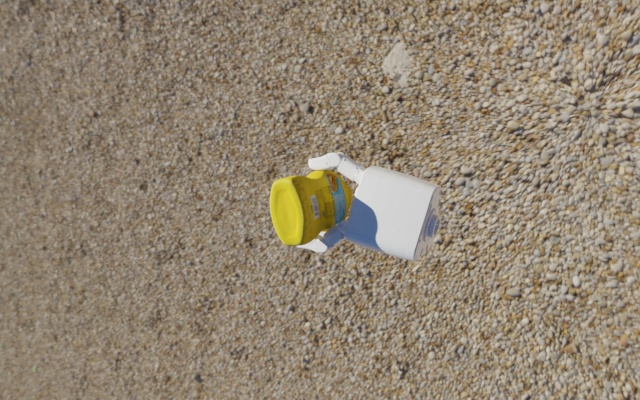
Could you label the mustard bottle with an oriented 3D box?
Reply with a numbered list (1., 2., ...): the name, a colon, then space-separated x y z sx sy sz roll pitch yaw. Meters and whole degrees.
1. mustard bottle: 0.000 0.002 0.731 0.058 0.096 0.191 -9 5 31
